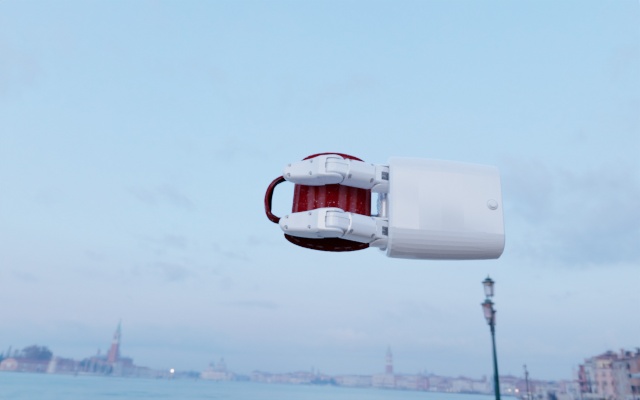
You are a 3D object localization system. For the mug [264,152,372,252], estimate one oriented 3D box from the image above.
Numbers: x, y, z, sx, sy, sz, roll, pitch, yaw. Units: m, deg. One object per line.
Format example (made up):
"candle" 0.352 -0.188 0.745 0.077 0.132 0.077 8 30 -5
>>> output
"mug" -0.001 0.001 0.497 0.117 0.081 0.093 4 -21 0
